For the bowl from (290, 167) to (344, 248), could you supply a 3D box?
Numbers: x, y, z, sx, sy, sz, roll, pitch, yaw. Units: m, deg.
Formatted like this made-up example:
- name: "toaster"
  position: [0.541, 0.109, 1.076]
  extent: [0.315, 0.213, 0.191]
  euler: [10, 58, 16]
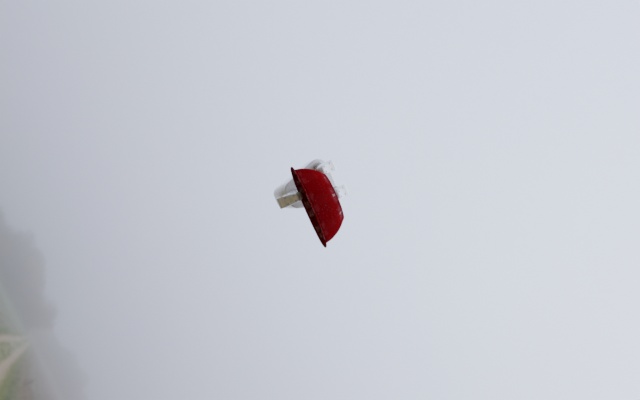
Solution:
- name: "bowl"
  position: [0.001, 0.003, 0.880]
  extent: [0.055, 0.162, 0.162]
  euler: [-23, 2, -6]
